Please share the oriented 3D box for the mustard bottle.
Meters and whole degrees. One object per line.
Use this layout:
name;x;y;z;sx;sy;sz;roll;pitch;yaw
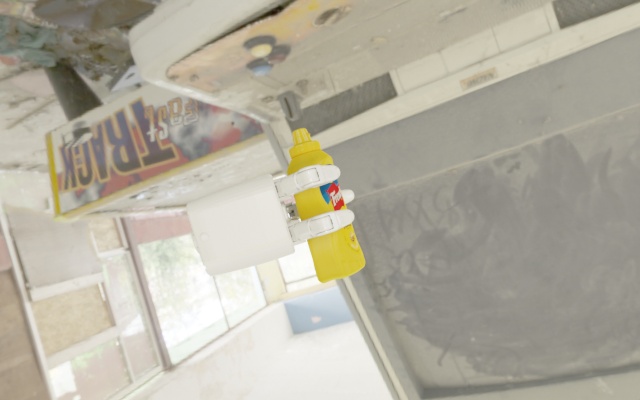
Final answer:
mustard bottle;0.000;0.002;0.604;0.058;0.191;0.096;-18;-3;21
